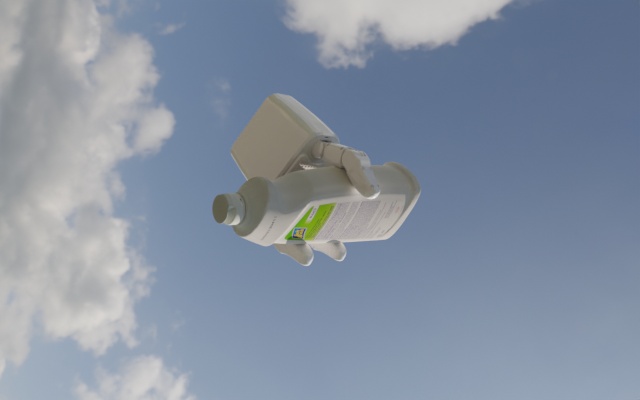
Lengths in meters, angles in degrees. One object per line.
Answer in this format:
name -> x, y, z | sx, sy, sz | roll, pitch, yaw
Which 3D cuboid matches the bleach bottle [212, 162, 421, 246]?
bleach bottle -> 0.000, 0.002, 0.533 | 0.251, 0.103, 0.068 | 0, 38, -43
